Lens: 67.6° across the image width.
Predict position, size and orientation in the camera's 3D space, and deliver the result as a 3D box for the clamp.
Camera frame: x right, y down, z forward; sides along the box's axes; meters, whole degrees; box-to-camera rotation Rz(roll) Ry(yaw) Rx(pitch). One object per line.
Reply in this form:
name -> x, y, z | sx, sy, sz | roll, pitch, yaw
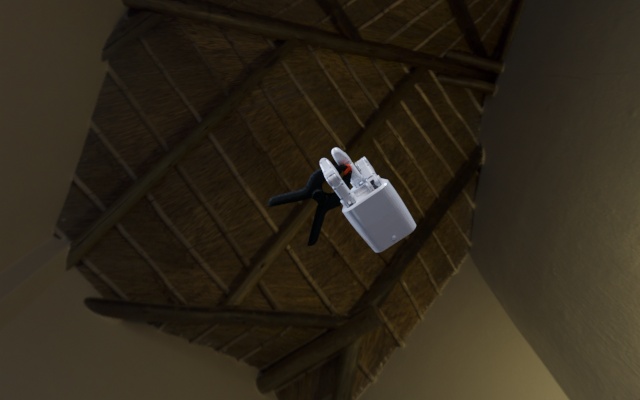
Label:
clamp -> 0.000, 0.003, 0.899 | 0.171, 0.120, 0.039 | -34, 14, 10
